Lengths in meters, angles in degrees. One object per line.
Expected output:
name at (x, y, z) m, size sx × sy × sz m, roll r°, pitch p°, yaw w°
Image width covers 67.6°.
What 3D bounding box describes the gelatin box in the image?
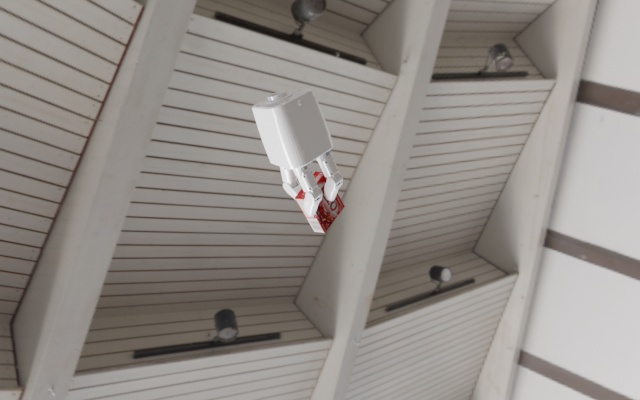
gelatin box at (0.000, 0.003, 0.869) m, size 0.030 × 0.089 × 0.073 m, roll 5°, pitch 45°, yaw 41°
